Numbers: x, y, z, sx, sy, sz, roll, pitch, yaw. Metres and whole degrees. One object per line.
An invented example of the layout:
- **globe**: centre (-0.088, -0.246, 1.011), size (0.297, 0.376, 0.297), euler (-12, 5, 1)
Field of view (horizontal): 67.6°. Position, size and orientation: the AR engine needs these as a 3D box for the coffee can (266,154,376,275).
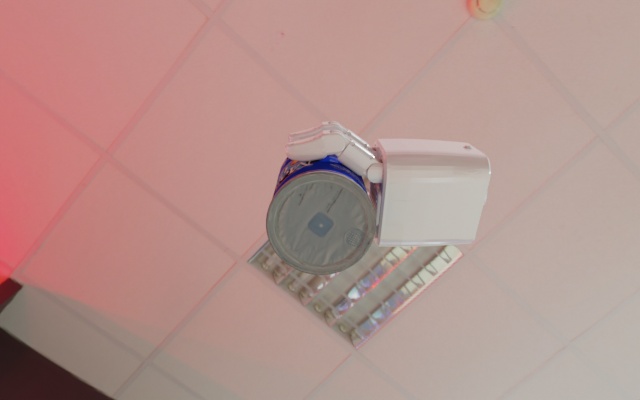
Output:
- **coffee can**: centre (0.000, 0.002, 0.507), size (0.103, 0.103, 0.140), euler (0, 18, 0)
